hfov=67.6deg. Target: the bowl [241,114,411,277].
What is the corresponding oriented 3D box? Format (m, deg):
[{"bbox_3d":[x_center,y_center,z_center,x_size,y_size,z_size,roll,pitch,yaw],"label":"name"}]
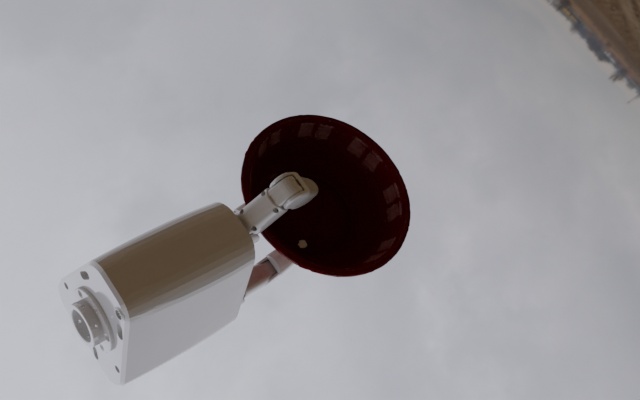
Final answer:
[{"bbox_3d":[0.001,0.001,0.444,0.162,0.162,0.055,0,-27,-24],"label":"bowl"}]
